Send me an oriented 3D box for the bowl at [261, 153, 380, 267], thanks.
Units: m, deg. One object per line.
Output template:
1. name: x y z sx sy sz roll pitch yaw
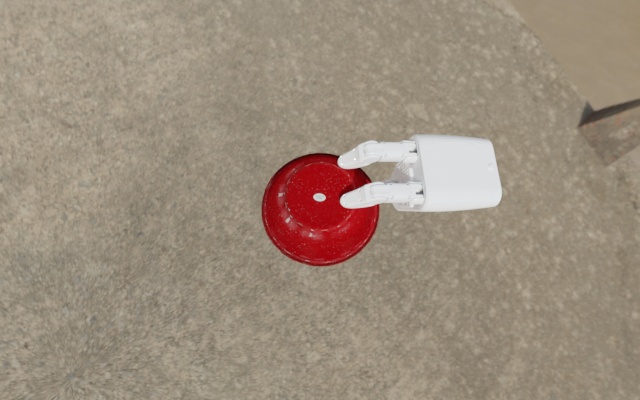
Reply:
1. bowl: -0.001 0.002 0.625 0.162 0.162 0.055 0 -18 0
